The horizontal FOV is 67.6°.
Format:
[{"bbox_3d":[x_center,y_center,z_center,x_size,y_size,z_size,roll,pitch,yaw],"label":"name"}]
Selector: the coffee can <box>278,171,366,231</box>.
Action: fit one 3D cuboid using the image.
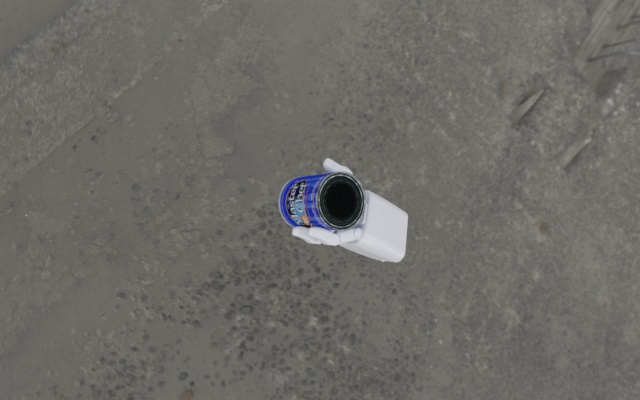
[{"bbox_3d":[0.000,0.003,0.869,0.103,0.103,0.140,0,-1,-32],"label":"coffee can"}]
